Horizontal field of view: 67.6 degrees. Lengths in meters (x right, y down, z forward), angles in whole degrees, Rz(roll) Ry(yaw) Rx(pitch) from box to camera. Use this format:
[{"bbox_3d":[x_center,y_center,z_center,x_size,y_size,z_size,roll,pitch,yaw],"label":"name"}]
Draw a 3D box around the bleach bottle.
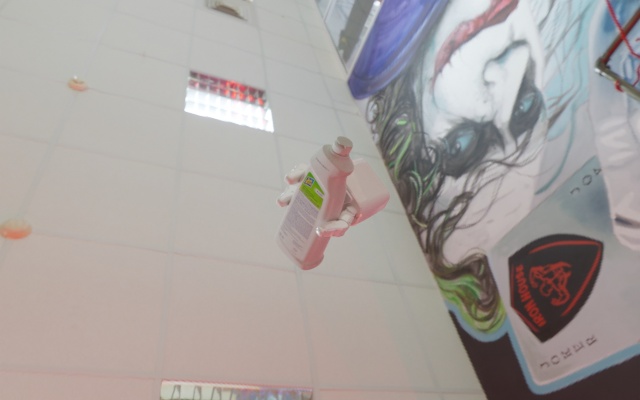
[{"bbox_3d":[0.000,0.003,0.834,0.102,0.251,0.068,43,38,22],"label":"bleach bottle"}]
